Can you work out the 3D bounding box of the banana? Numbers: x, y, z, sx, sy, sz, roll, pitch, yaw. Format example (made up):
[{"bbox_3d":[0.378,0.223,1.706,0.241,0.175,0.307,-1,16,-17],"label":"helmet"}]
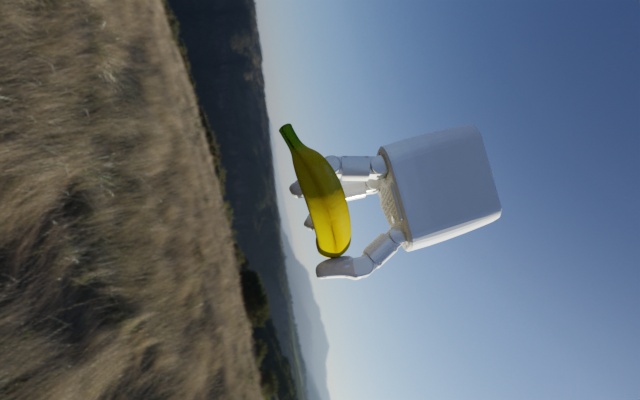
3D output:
[{"bbox_3d":[0.006,0.013,0.465,0.037,0.069,0.198,-21,-39,-5],"label":"banana"}]
